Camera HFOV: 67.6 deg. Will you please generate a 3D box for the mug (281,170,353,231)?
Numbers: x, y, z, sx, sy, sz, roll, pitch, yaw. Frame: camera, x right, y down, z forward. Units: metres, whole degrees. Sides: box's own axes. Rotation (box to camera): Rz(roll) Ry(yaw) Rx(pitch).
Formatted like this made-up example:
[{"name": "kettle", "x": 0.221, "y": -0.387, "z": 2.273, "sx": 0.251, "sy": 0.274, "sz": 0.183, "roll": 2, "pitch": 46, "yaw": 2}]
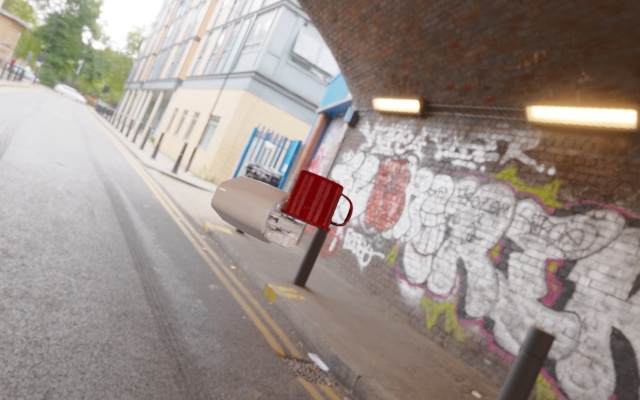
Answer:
[{"name": "mug", "x": 0.002, "y": 0.003, "z": 0.817, "sx": 0.117, "sy": 0.081, "sz": 0.093, "roll": 22, "pitch": 0, "yaw": 11}]
